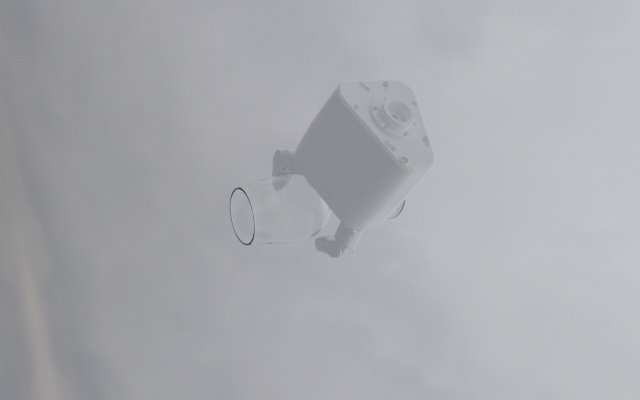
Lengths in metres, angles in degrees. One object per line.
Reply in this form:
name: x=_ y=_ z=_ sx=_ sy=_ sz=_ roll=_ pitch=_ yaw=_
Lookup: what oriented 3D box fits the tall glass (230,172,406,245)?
tall glass: x=0.001 y=0.002 z=0.552 sx=0.201 sy=0.079 sz=0.079 roll=-11 pitch=6 yaw=-32
